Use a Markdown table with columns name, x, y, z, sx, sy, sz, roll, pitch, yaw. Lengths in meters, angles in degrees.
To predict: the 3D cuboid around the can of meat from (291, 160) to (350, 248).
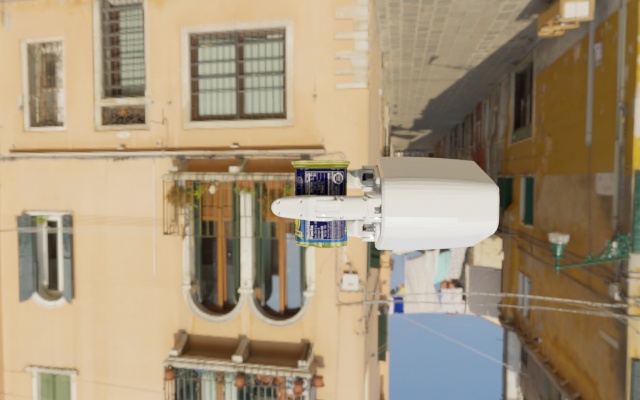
| name | x | y | z | sx | sy | sz | roll | pitch | yaw |
| --- | --- | --- | --- | --- | --- | --- | --- | --- | --- |
| can of meat | 0.000 | 0.002 | 0.498 | 0.057 | 0.084 | 0.102 | 0 | 3 | -1 |
